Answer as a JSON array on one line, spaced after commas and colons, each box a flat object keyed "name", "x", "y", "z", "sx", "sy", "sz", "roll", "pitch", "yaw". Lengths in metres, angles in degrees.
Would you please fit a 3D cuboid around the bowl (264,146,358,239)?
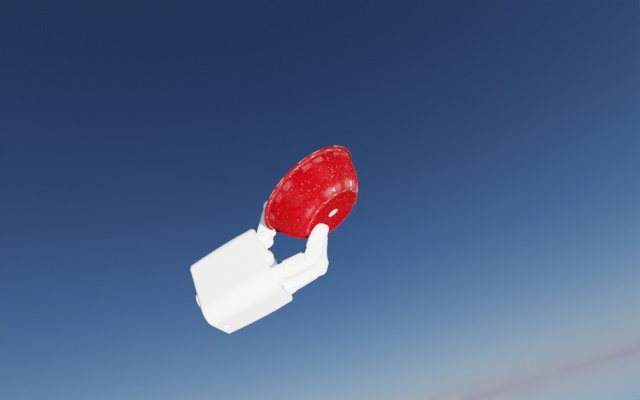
[{"name": "bowl", "x": 0.001, "y": 0.002, "z": 0.679, "sx": 0.055, "sy": 0.162, "sz": 0.162, "roll": 45, "pitch": 23, "yaw": 25}]
